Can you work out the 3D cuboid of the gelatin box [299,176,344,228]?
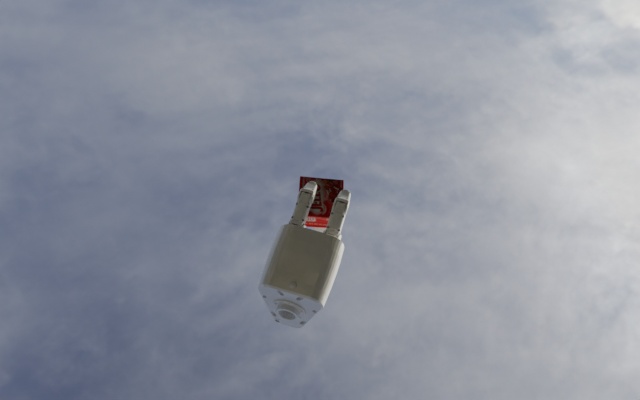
[{"bbox_3d":[0.000,0.003,0.766,0.073,0.089,0.030,5,-44,-2],"label":"gelatin box"}]
